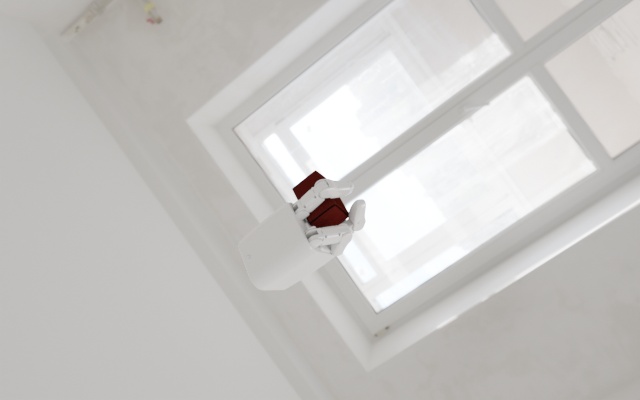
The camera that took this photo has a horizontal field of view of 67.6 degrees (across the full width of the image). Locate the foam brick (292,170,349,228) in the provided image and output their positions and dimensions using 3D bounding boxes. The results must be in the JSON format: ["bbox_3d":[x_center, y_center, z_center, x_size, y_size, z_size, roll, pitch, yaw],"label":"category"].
[{"bbox_3d":[0.000,0.002,0.745,0.051,0.078,0.053,-38,-38,13],"label":"foam brick"}]
